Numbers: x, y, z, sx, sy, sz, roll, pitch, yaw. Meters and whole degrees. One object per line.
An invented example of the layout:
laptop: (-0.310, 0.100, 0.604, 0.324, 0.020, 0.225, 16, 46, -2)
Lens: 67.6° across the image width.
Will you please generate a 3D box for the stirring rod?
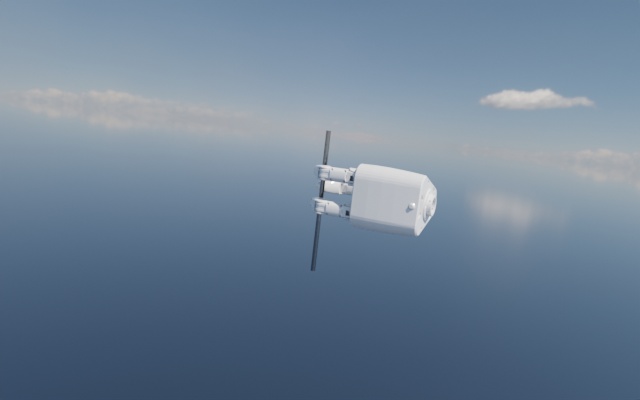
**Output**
stirring rod: (0.000, 0.003, 0.808, 0.011, 0.239, 0.011, 6, 8, -1)
